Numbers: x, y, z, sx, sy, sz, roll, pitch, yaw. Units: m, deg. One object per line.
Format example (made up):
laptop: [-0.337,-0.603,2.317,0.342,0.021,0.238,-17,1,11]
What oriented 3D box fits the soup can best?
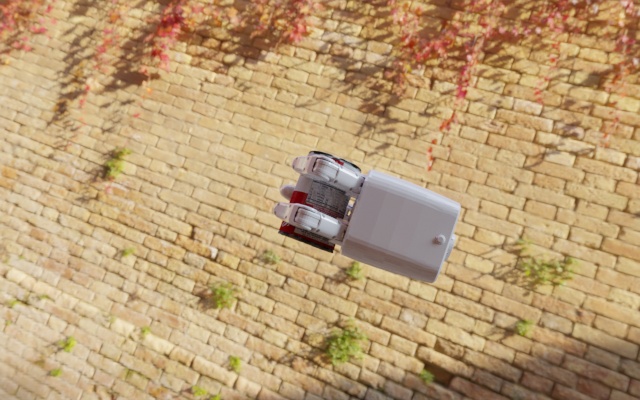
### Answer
soup can: [0.000,0.001,0.550,0.068,0.102,0.068,20,-6,2]
